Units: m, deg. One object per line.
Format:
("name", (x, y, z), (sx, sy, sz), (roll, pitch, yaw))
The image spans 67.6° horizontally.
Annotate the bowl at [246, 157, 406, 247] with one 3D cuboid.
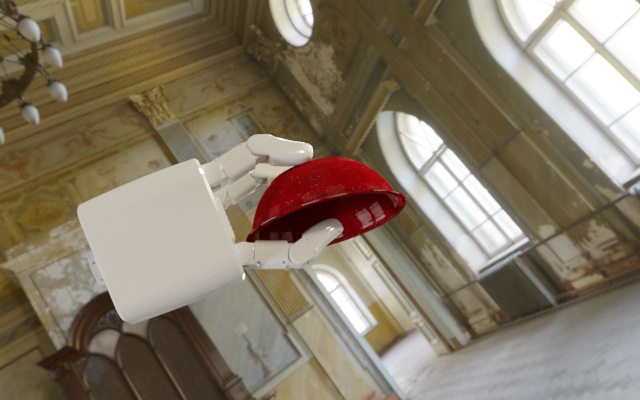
("bowl", (0.001, 0.001, 0.477), (0.162, 0.055, 0.162), (-14, -19, -5))
